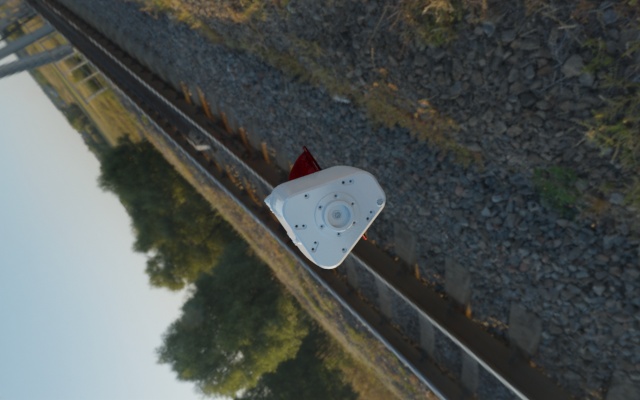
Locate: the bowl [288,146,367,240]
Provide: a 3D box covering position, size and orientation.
[{"bbox_3d":[0.000,0.003,0.689,0.055,0.162,0.162,-34,-3,4],"label":"bowl"}]
